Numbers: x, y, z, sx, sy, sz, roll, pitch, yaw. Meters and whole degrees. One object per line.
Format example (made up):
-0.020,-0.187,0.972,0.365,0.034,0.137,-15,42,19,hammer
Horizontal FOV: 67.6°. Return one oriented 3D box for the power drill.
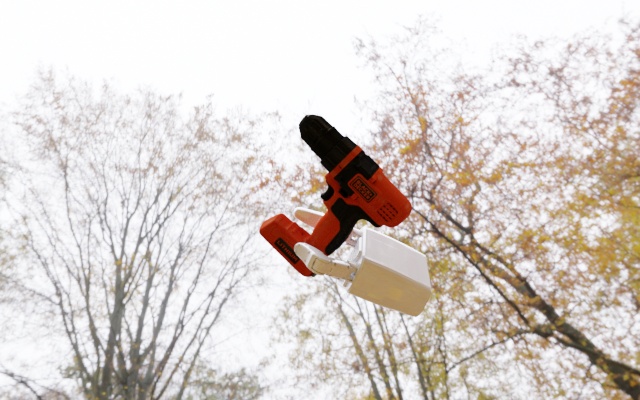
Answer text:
0.000,0.003,0.643,0.188,0.184,0.057,-45,-1,30,power drill
